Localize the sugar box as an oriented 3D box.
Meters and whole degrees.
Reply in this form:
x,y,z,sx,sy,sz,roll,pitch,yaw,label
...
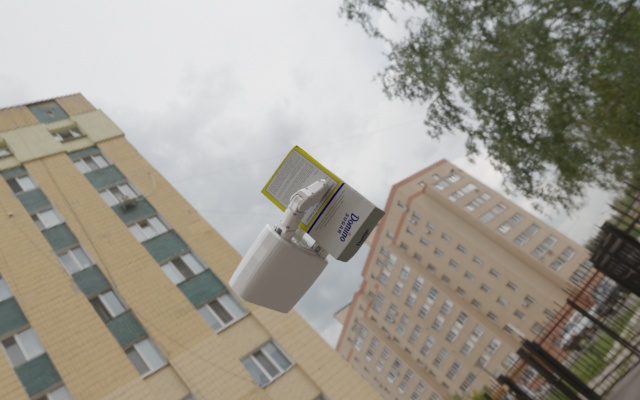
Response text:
x,y,z,sx,sy,sz,roll,pitch,yaw,label
0.000,0.002,0.704,0.176,0.093,0.048,40,7,29,sugar box
